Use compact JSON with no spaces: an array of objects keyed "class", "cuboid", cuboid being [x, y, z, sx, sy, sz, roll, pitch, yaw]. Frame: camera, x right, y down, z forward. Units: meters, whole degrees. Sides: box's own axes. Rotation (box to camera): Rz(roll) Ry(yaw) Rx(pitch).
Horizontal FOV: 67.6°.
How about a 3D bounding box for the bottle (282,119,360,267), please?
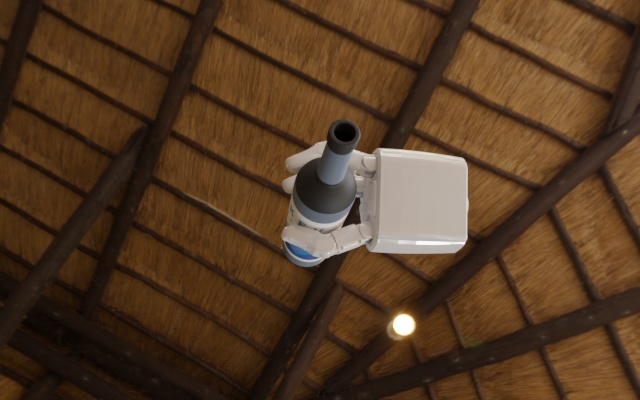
[{"class":"bottle","cuboid":[0.000,0.002,0.536,0.069,0.069,0.296,0,-24,-9]}]
